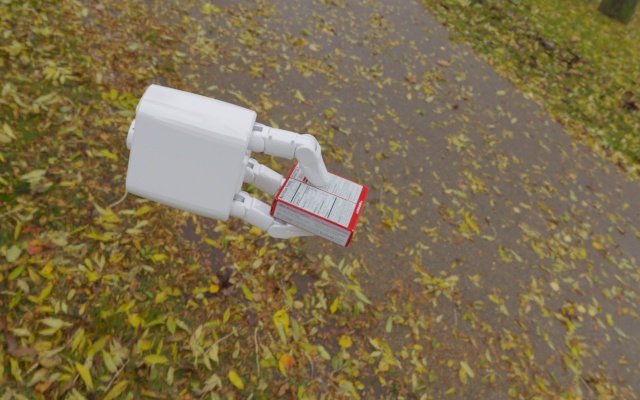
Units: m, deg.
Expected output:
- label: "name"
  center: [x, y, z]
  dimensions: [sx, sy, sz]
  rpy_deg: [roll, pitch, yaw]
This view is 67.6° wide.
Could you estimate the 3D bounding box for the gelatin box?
- label: "gelatin box"
  center: [0.001, 0.001, 0.509]
  dimensions: [0.089, 0.030, 0.073]
  rpy_deg: [22, 43, 3]
